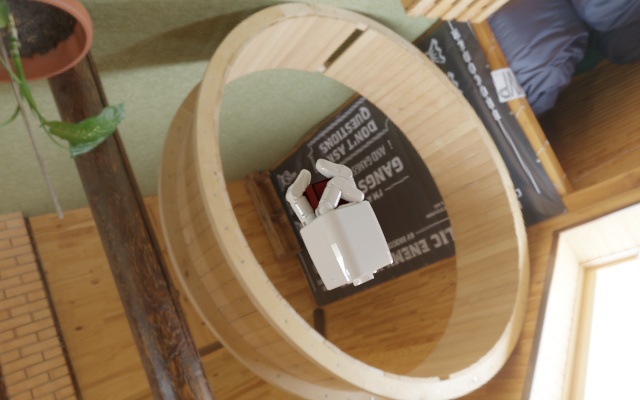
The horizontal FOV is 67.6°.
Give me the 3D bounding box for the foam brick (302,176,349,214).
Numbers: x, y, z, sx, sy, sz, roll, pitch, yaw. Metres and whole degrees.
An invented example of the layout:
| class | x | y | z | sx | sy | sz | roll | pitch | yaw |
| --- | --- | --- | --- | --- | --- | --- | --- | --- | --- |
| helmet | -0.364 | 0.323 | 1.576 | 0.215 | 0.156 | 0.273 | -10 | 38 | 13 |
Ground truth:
| class | x | y | z | sx | sy | sz | roll | pitch | yaw |
| --- | --- | --- | --- | --- | --- | --- | --- | --- | --- |
| foam brick | 0.000 | 0.003 | 0.781 | 0.053 | 0.051 | 0.078 | -20 | -10 | -30 |
